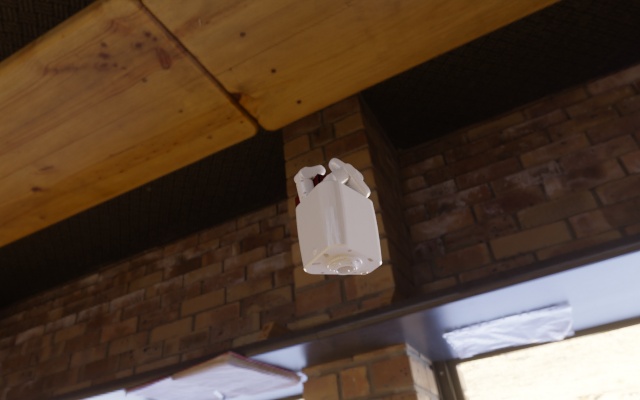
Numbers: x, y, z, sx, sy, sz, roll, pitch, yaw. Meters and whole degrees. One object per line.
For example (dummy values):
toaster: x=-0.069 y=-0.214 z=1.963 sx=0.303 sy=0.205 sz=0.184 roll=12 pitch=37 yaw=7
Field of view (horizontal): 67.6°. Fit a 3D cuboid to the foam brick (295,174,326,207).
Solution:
foam brick: x=0.000 y=0.003 z=0.774 sx=0.053 sy=0.051 sz=0.078 roll=13 pitch=-38 yaw=-29
